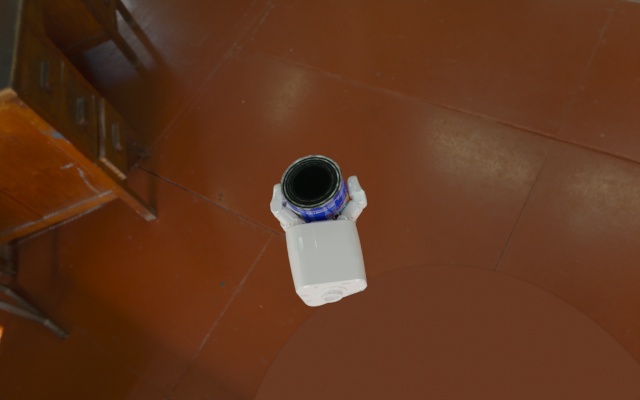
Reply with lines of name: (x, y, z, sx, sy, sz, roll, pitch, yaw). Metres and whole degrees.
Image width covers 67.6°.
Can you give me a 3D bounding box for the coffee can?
coffee can: (0.000, 0.003, 0.822, 0.103, 0.102, 0.140, 0, -29, 15)
